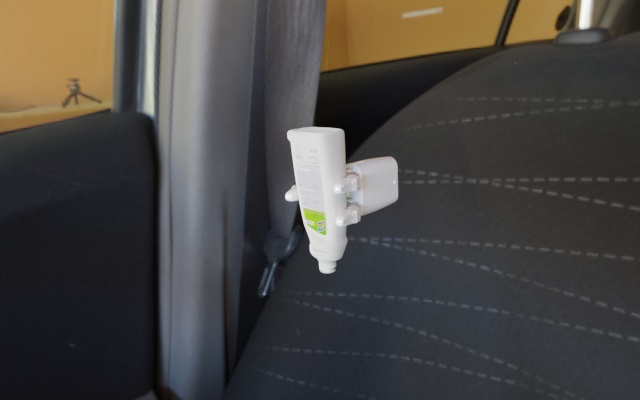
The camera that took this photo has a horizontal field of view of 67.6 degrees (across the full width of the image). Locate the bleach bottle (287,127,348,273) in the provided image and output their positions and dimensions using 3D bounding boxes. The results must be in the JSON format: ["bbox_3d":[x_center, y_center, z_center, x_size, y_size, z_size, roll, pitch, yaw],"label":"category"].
[{"bbox_3d":[0.000,0.003,0.828,0.068,0.251,0.102,-16,20,-38],"label":"bleach bottle"}]
